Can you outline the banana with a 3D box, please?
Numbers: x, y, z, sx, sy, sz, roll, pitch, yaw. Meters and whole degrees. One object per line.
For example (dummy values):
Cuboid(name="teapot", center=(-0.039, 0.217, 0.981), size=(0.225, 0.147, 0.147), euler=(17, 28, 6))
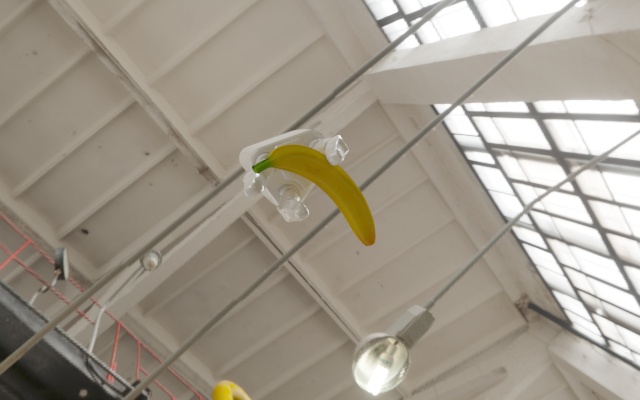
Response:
Cuboid(name="banana", center=(0.007, -0.016, 0.610), size=(0.198, 0.069, 0.037), euler=(34, -7, -23))
